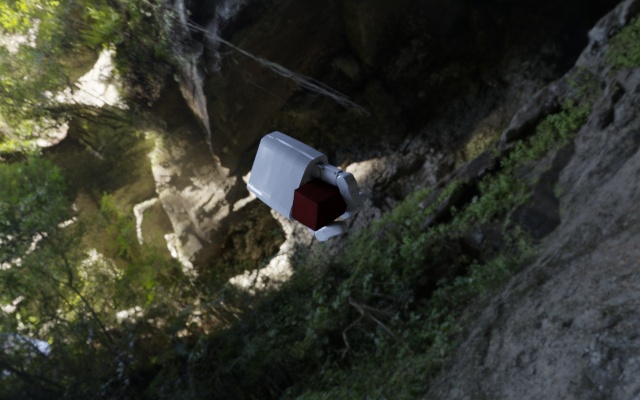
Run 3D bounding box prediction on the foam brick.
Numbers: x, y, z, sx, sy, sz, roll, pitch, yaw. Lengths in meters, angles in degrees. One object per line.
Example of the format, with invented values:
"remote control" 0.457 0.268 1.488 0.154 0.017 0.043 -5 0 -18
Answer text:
"foam brick" 0.000 0.002 0.733 0.051 0.053 0.078 29 38 28
